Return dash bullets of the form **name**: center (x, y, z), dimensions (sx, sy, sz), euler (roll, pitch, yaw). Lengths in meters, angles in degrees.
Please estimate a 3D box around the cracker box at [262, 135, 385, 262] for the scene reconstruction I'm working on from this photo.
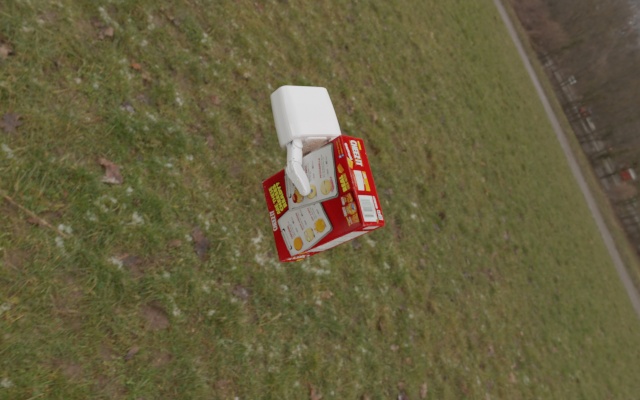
- **cracker box**: center (0.000, 0.003, 0.861), dimensions (0.072, 0.164, 0.214), euler (3, -23, -46)
